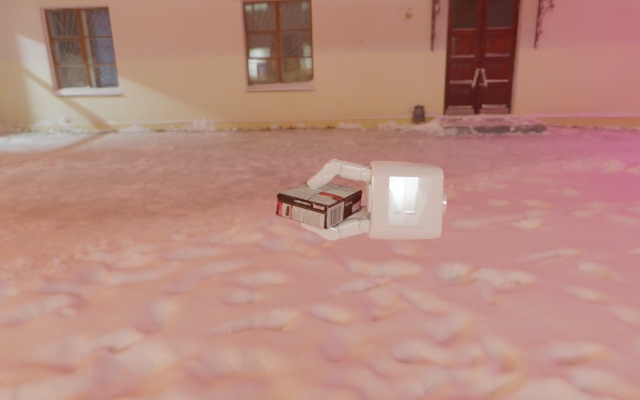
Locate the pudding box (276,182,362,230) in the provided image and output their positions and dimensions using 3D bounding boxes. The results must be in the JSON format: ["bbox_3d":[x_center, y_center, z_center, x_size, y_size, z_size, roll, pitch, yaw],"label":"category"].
[{"bbox_3d":[0.000,0.002,0.725,0.090,0.039,0.113,14,19,28],"label":"pudding box"}]
